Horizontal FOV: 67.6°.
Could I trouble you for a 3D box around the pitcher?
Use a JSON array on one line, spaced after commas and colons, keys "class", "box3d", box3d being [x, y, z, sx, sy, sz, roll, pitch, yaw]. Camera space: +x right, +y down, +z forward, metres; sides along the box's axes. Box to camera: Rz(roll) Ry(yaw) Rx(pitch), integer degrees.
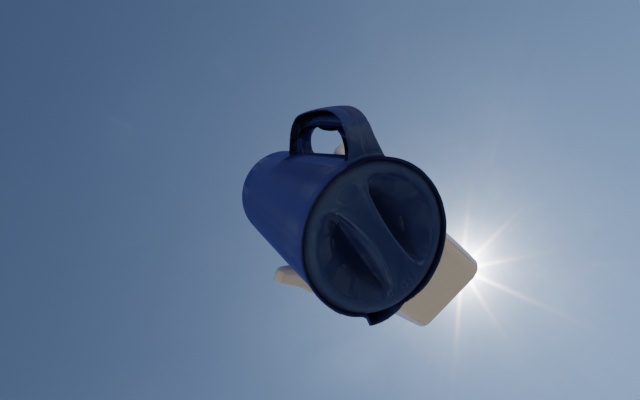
[{"class": "pitcher", "box3d": [0.000, 0.002, 0.480, 0.145, 0.149, 0.243, 33, -4, -26]}]
